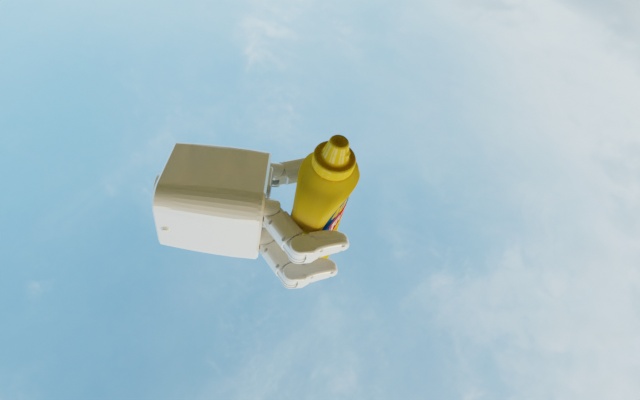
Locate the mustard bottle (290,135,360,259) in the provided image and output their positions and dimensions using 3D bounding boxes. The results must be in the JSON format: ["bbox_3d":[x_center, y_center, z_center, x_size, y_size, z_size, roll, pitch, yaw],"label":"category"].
[{"bbox_3d":[0.000,0.002,0.503,0.058,0.096,0.192,27,-36,8],"label":"mustard bottle"}]
